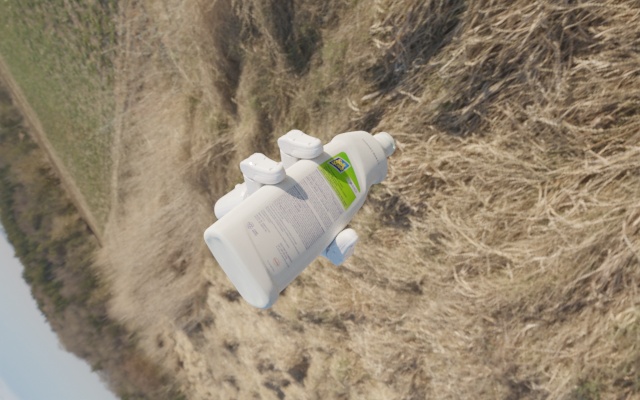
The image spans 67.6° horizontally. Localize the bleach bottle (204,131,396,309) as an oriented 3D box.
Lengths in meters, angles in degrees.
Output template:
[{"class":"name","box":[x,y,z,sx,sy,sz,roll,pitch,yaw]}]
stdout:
[{"class":"bleach bottle","box":[0.000,0.002,0.532,0.250,0.102,0.068,-38,13,-29]}]
